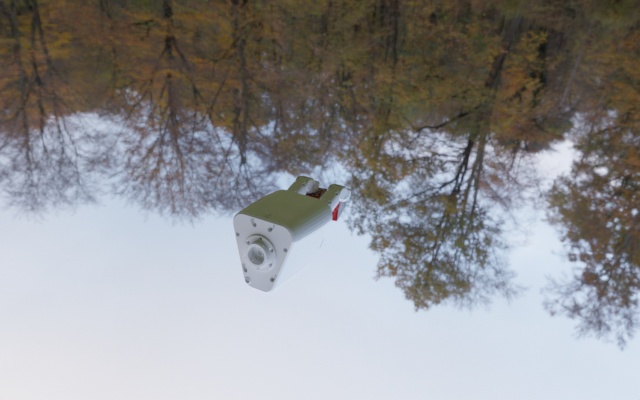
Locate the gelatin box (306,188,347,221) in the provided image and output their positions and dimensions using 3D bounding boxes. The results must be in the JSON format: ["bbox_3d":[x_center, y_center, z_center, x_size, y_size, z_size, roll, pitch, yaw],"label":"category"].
[{"bbox_3d":[0.000,0.003,0.765,0.073,0.030,0.089,10,16,10],"label":"gelatin box"}]
